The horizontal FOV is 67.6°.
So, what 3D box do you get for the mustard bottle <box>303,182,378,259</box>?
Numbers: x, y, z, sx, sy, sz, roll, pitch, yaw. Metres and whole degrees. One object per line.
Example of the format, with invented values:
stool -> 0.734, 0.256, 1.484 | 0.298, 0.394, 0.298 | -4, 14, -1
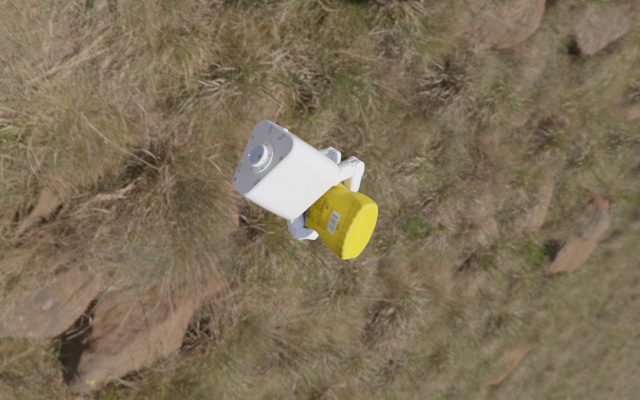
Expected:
mustard bottle -> 0.001, 0.003, 0.747 | 0.058, 0.096, 0.191 | -4, 31, -43
